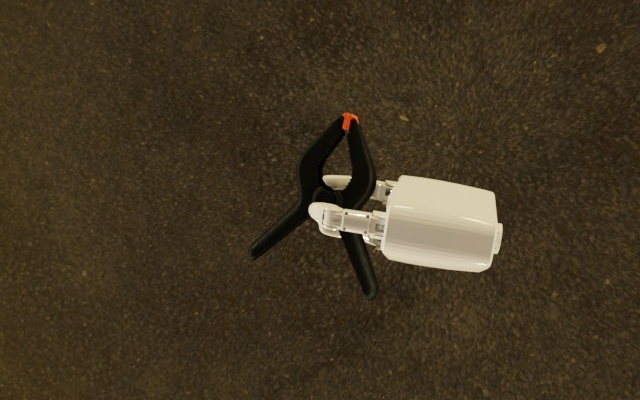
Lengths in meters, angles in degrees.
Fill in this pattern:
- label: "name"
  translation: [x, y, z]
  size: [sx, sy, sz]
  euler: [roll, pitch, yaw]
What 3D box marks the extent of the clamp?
- label: "clamp"
  translation: [0.000, 0.001, 0.557]
  size: [0.164, 0.210, 0.036]
  euler: [9, 8, 13]
